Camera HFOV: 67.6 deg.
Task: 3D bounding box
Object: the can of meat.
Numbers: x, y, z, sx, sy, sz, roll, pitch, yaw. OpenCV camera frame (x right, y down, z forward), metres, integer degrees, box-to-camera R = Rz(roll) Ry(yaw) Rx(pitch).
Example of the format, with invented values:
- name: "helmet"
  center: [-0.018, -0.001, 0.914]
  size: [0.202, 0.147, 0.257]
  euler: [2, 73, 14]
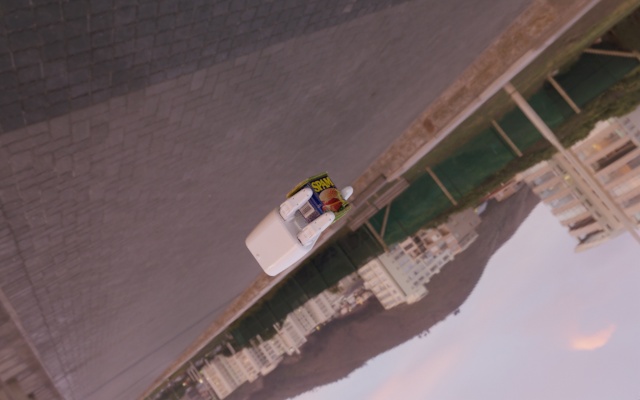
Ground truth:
- name: "can of meat"
  center: [0.000, 0.003, 0.857]
  size: [0.057, 0.084, 0.102]
  euler: [-40, -8, 30]
